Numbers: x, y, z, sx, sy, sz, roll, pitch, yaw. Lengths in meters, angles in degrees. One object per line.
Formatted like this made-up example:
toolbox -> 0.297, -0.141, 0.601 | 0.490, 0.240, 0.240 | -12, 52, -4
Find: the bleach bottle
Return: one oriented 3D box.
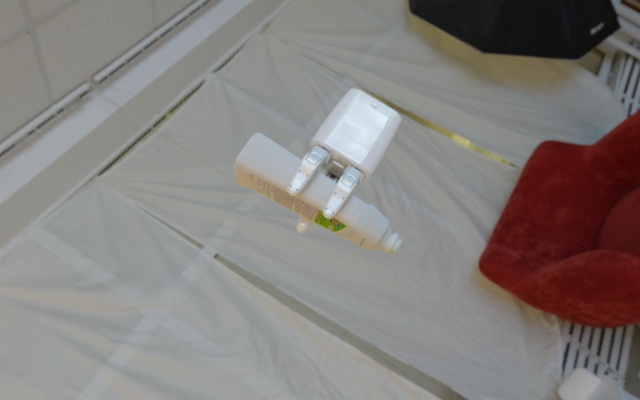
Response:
bleach bottle -> 0.000, 0.002, 0.682 | 0.251, 0.068, 0.102 | 31, -18, 4
